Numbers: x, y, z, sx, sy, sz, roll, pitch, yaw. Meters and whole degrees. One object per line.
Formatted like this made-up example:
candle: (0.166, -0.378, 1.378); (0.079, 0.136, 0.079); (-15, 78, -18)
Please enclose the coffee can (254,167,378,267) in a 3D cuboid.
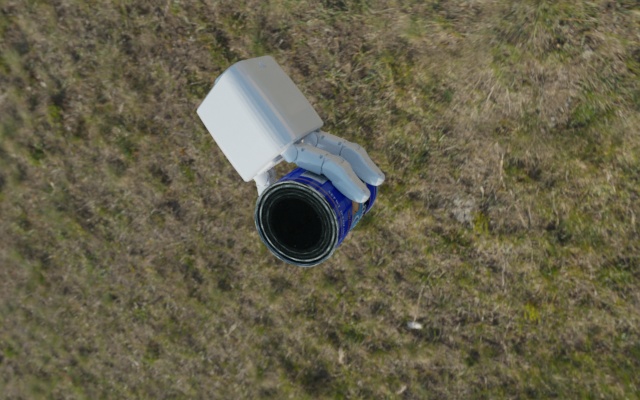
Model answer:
coffee can: (0.000, 0.002, 0.575); (0.103, 0.103, 0.140); (0, 21, 25)
